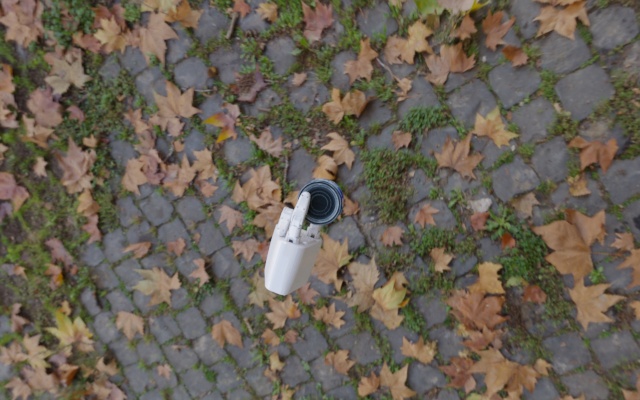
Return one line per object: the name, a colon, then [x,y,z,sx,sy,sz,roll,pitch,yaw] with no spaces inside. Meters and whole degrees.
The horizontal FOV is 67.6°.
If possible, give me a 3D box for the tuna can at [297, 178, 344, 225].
tuna can: [0.000,0.003,0.890,0.086,0.086,0.033,0,8,11]
